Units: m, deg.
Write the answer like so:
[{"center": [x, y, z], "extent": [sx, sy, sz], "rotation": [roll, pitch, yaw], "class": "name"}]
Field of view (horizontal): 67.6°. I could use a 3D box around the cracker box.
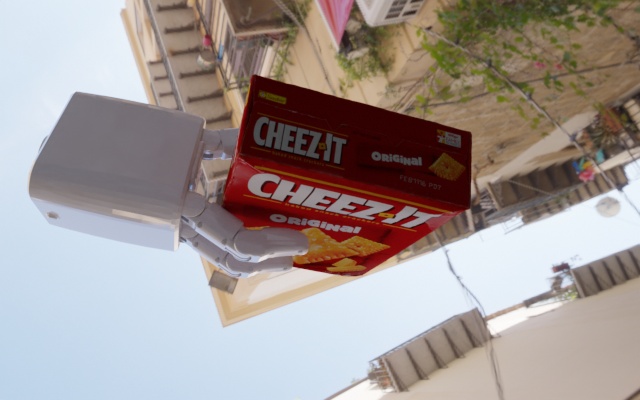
[{"center": [0.000, 0.001, 0.409], "extent": [0.164, 0.072, 0.214], "rotation": [12, -24, -12], "class": "cracker box"}]
